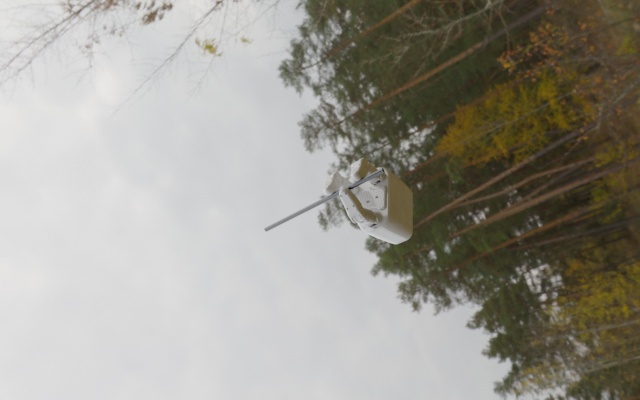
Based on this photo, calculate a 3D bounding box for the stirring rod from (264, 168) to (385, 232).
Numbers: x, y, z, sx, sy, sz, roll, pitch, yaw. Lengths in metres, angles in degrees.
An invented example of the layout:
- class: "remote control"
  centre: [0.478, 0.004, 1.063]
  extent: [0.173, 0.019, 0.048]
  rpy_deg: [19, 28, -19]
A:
- class: "stirring rod"
  centre: [0.000, 0.003, 0.784]
  extent: [0.239, 0.011, 0.011]
  rpy_deg: [-27, -13, 26]
